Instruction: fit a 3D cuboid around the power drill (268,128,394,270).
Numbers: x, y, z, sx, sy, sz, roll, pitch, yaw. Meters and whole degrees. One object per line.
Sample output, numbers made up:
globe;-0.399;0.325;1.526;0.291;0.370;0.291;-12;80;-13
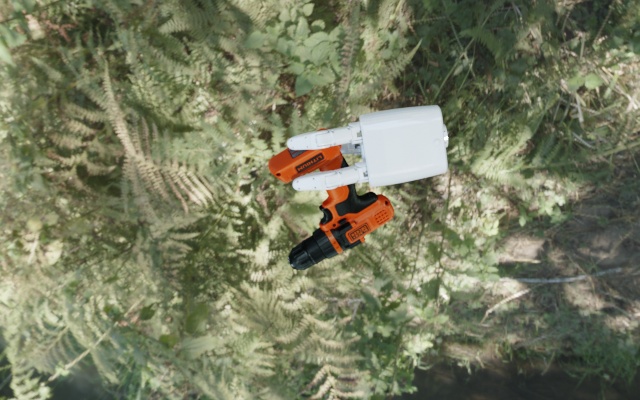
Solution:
power drill;0.000;0.002;0.711;0.184;0.188;0.057;-32;32;-1
